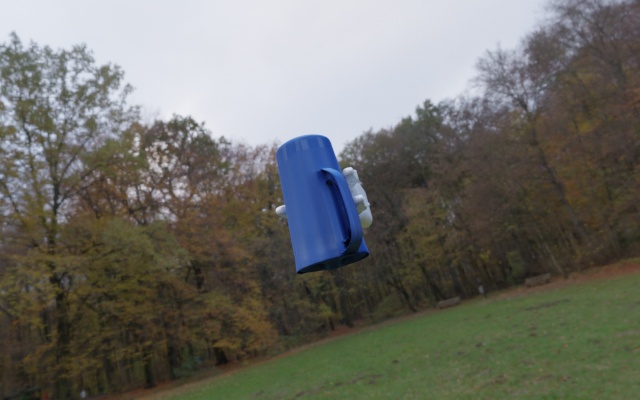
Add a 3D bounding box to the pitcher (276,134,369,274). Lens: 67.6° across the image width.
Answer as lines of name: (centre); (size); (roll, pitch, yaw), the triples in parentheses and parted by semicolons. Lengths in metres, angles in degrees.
pitcher: (0.000, 0.003, 0.869); (0.149, 0.242, 0.145); (-19, -15, 16)
